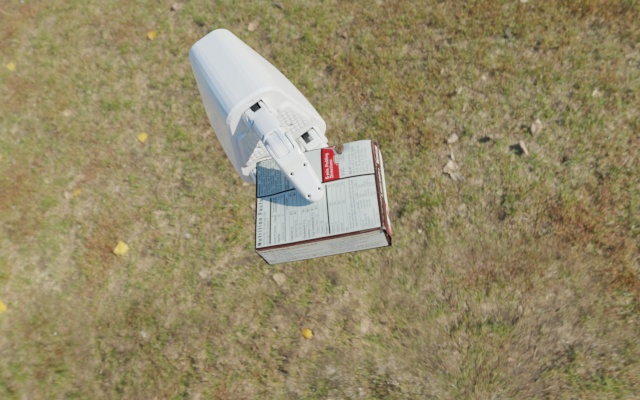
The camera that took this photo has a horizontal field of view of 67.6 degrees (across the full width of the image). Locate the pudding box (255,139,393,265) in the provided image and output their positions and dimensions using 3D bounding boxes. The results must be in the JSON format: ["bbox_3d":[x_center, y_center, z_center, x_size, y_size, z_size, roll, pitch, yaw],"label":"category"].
[{"bbox_3d":[0.000,0.001,0.410,0.113,0.090,0.039,-11,-29,15],"label":"pudding box"}]
